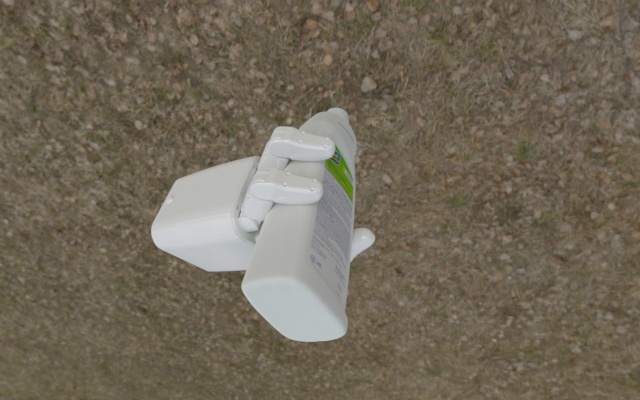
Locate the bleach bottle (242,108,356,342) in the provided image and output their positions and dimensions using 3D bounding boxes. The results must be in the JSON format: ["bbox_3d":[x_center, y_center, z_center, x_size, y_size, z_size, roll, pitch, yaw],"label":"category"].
[{"bbox_3d":[0.000,0.002,0.473,0.068,0.250,0.103,-12,-47,27],"label":"bleach bottle"}]
